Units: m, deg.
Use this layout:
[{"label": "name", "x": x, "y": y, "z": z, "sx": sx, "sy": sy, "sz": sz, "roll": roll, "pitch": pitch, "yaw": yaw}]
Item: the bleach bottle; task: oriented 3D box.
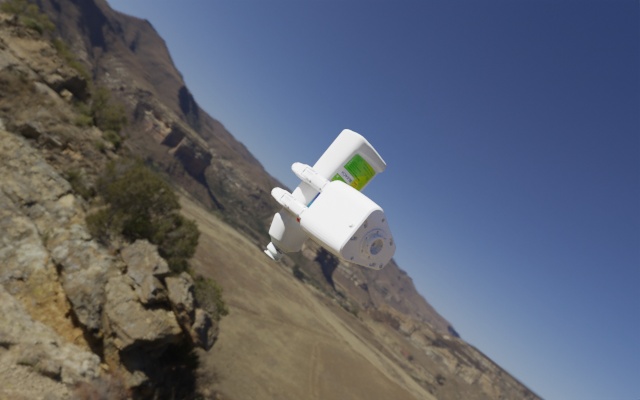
[{"label": "bleach bottle", "x": 0.000, "y": 0.003, "z": 0.824, "sx": 0.103, "sy": 0.251, "sz": 0.068, "roll": 43, "pitch": -6, "yaw": -41}]
